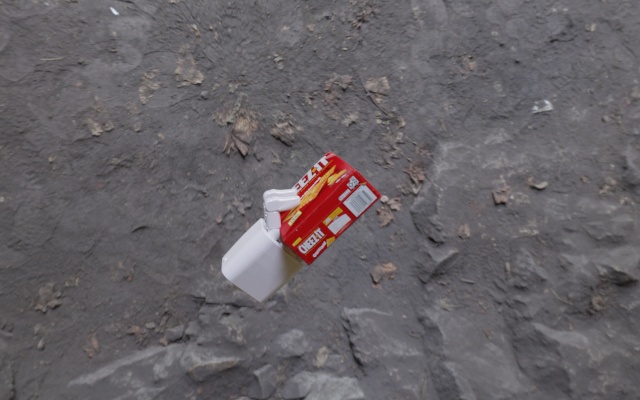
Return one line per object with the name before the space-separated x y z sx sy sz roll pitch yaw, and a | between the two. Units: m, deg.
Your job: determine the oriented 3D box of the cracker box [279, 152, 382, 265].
cracker box | 0.000 0.003 0.848 0.072 0.164 0.213 45 3 -17
